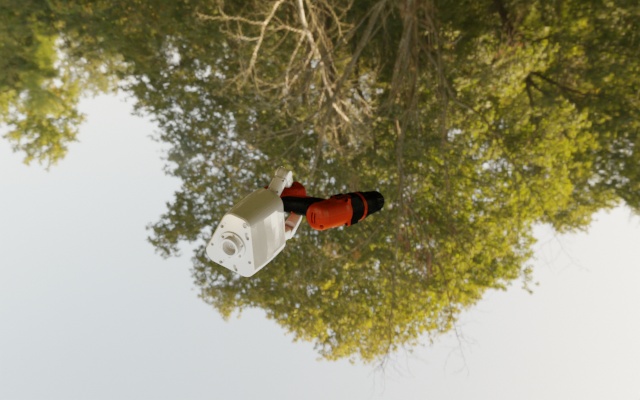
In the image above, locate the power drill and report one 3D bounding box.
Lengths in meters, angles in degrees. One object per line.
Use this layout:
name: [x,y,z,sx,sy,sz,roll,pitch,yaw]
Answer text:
power drill: [0.000,0.003,0.871,0.187,0.057,0.184,9,13,41]
